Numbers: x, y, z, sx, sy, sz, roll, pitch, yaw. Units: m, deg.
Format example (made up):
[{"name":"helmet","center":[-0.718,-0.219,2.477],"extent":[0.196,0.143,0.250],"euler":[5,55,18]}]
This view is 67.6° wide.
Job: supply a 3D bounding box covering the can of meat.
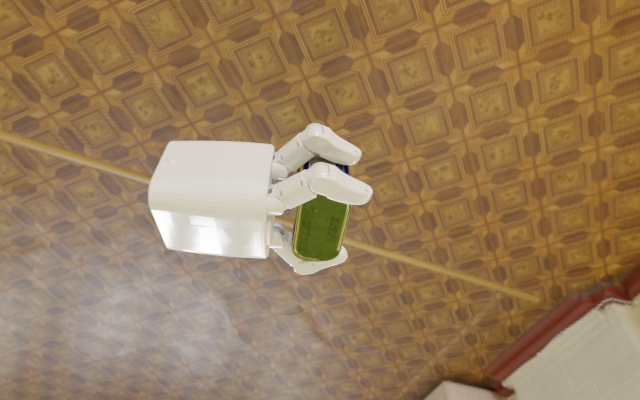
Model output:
[{"name":"can of meat","center":[0.000,0.002,0.500],"extent":[0.057,0.102,0.083],"euler":[6,39,-4]}]
